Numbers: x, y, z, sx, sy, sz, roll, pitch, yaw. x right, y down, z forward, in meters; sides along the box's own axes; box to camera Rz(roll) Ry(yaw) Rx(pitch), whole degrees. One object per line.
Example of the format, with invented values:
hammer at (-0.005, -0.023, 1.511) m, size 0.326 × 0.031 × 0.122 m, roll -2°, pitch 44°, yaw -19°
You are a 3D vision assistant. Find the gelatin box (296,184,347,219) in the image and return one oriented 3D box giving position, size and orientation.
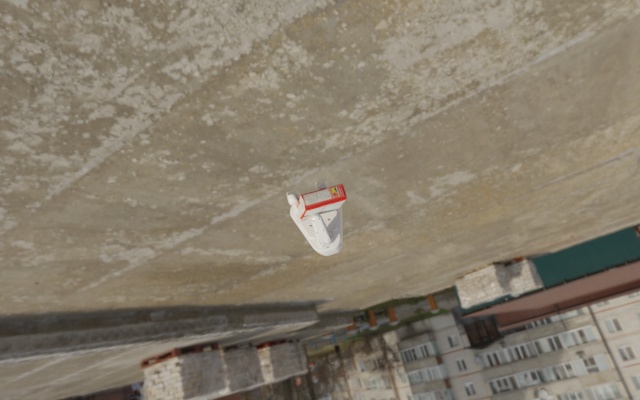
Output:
gelatin box at (0.000, 0.003, 0.813) m, size 0.073 × 0.030 × 0.089 m, roll -15°, pitch -10°, yaw -11°
